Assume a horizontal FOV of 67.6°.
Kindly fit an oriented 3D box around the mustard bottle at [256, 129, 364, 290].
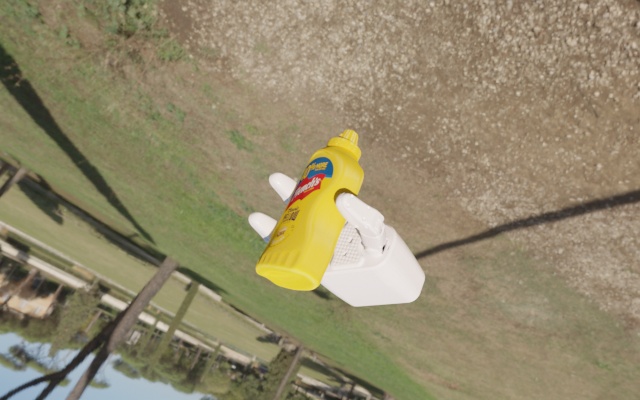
[{"bbox_3d":[0.000,0.002,0.526,0.058,0.191,0.096,34,-24,-21],"label":"mustard bottle"}]
